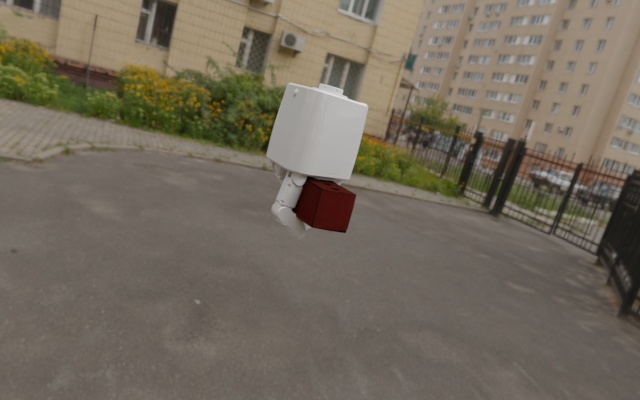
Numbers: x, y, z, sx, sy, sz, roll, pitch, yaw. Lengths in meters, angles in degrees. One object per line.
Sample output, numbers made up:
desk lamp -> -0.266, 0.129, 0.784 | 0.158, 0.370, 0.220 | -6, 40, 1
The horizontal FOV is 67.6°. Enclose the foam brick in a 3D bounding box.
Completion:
foam brick -> 0.000, 0.002, 0.615 | 0.053, 0.051, 0.078 | 10, 13, -32
